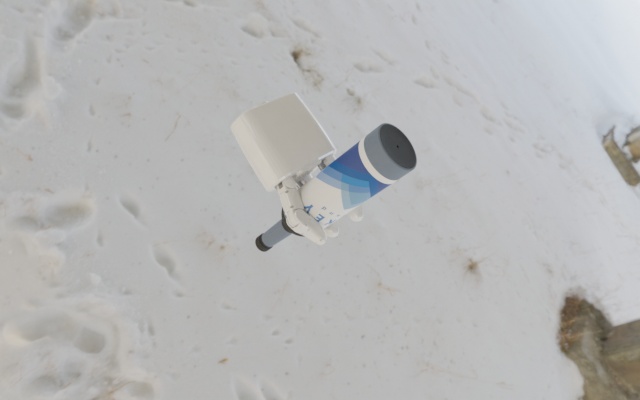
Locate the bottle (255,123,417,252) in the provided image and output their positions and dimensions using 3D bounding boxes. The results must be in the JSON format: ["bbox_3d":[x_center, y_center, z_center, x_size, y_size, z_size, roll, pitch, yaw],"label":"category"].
[{"bbox_3d":[0.000,0.002,0.659,0.069,0.069,0.296,0,-27,-44],"label":"bottle"}]
